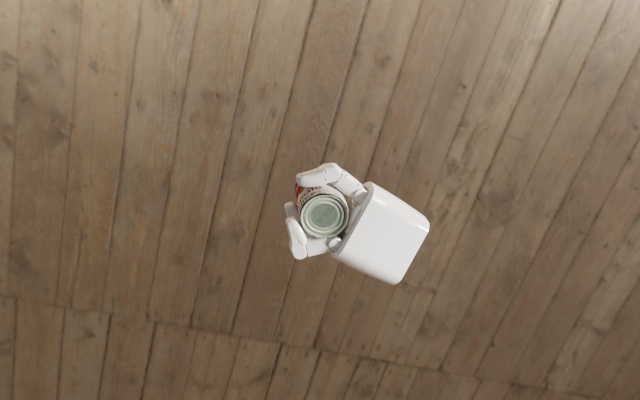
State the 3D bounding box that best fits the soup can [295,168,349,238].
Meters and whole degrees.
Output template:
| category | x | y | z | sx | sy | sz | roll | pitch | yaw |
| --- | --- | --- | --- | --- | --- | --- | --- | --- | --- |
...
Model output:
| category | x | y | z | sx | sy | sz | roll | pitch | yaw |
| --- | --- | --- | --- | --- | --- | --- | --- | --- | --- |
| soup can | 0.000 | 0.002 | 0.676 | 0.068 | 0.068 | 0.102 | 0 | 24 | -6 |
